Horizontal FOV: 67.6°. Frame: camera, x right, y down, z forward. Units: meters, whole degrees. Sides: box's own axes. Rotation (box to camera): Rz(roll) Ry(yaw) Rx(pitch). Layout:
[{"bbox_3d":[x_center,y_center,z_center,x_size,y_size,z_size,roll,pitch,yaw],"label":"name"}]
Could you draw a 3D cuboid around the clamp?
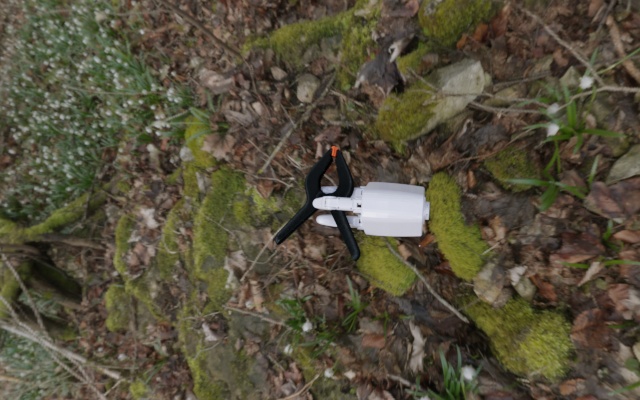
[{"bbox_3d":[0.000,0.002,0.896,0.164,0.210,0.036,4,-4,12],"label":"clamp"}]
